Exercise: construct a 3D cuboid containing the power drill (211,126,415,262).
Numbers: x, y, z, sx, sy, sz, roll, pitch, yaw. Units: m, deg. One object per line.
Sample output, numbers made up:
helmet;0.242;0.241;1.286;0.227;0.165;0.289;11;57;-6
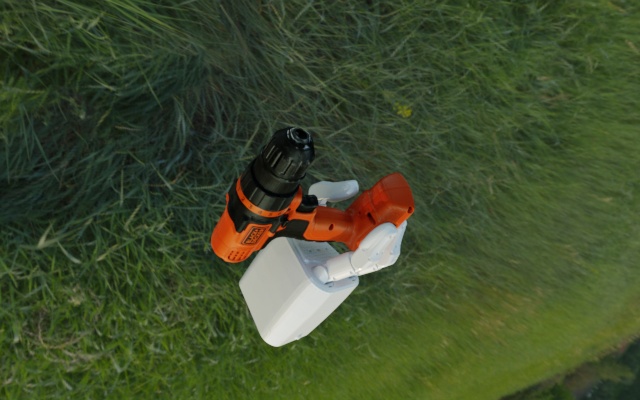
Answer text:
power drill;0.000;0.002;0.482;0.187;0.057;0.184;5;-35;-31
